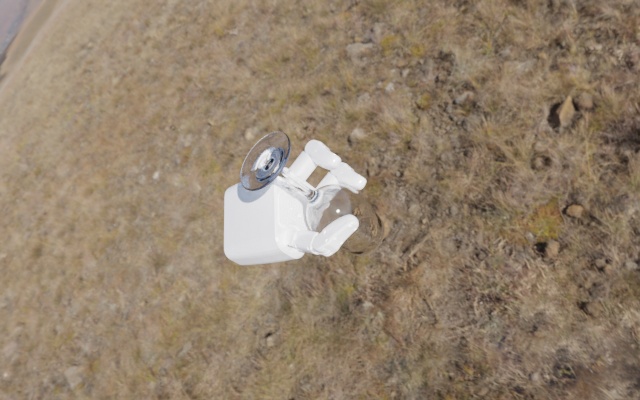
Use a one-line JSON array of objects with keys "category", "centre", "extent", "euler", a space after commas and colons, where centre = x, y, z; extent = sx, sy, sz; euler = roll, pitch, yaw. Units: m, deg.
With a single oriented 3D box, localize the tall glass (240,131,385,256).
[{"category": "tall glass", "centre": [0.000, 0.002, 0.581], "extent": [0.079, 0.079, 0.201], "euler": [0, -27, 44]}]
